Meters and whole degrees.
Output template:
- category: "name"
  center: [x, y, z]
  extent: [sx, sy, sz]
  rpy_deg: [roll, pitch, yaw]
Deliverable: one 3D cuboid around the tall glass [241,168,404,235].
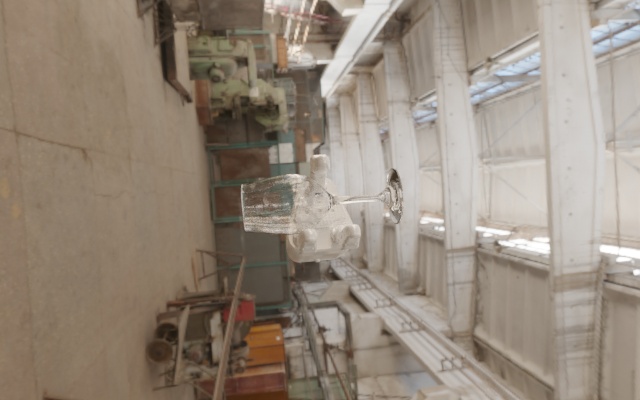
- category: "tall glass"
  center: [0.001, 0.002, 0.619]
  extent: [0.201, 0.079, 0.079]
  rpy_deg: [-4, 0, -7]
